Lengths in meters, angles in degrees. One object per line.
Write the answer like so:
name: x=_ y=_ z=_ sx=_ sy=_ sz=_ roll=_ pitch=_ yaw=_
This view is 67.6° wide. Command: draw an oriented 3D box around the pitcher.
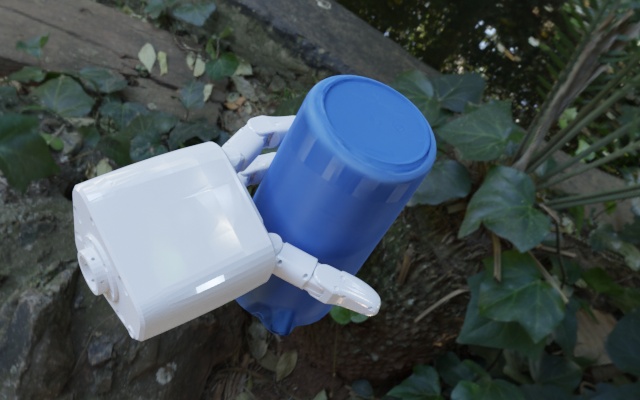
pitcher: x=0.000 y=0.002 z=0.444 sx=0.145 sy=0.149 sz=0.243 roll=-24 pitch=-23 yaw=-37
